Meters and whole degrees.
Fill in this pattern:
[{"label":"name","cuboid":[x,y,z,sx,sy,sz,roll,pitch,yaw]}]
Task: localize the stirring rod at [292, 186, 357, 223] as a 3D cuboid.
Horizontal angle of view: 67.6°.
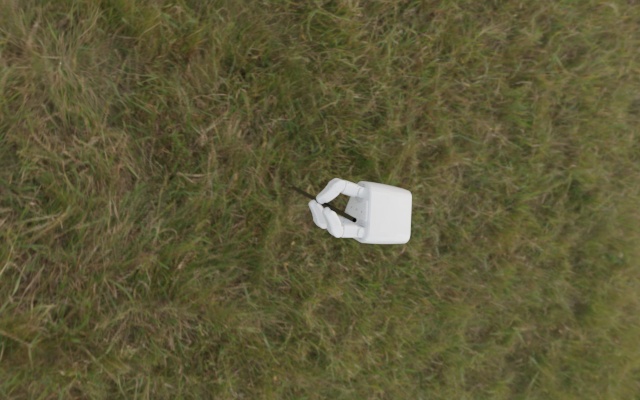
[{"label":"stirring rod","cuboid":[0.000,0.003,0.880,0.011,0.011,0.239,0,14,-29]}]
